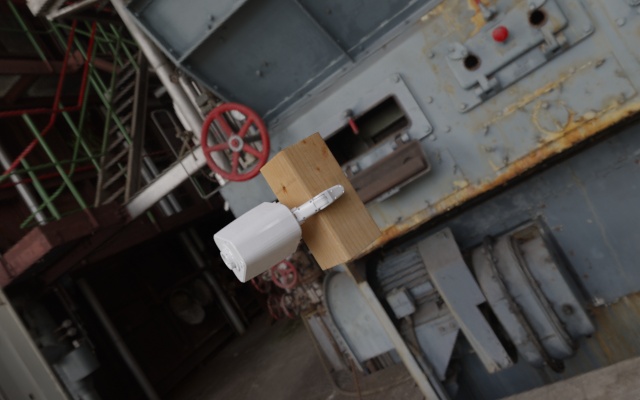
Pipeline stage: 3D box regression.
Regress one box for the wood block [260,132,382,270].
[{"bbox_3d":[0.000,0.003,0.815,0.090,0.206,0.091,-32,1,-36],"label":"wood block"}]
